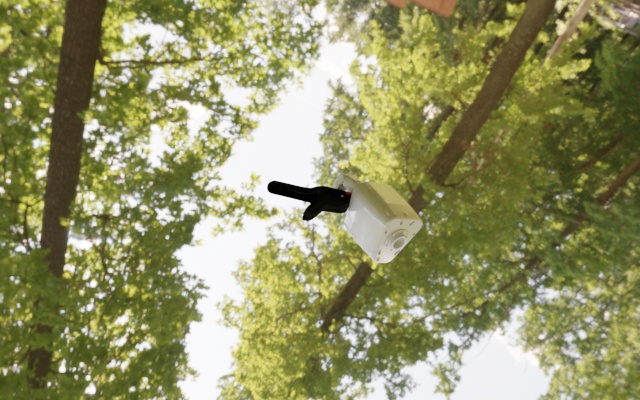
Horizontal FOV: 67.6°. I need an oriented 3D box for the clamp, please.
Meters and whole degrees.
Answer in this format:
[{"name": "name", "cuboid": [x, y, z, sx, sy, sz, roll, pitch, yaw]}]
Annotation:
[{"name": "clamp", "cuboid": [0.000, 0.003, 0.857, 0.171, 0.039, 0.120, 2, 32, -35]}]
